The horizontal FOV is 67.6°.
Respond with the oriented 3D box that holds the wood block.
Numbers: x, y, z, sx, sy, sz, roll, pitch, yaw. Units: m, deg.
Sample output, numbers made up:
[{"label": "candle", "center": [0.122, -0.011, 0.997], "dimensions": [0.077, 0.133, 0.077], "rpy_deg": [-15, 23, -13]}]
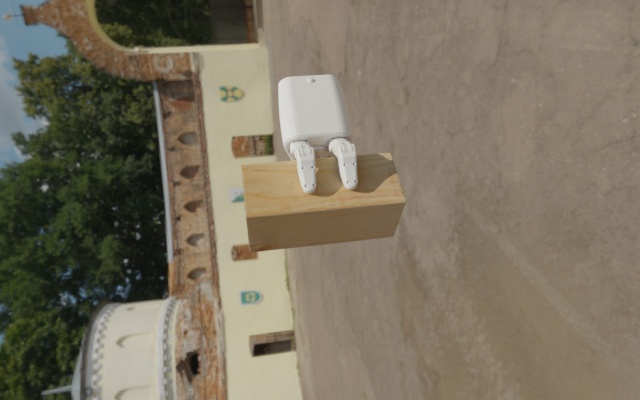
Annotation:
[{"label": "wood block", "center": [0.000, 0.002, 0.659], "dimensions": [0.206, 0.090, 0.091], "rpy_deg": [-5, -35, -9]}]
